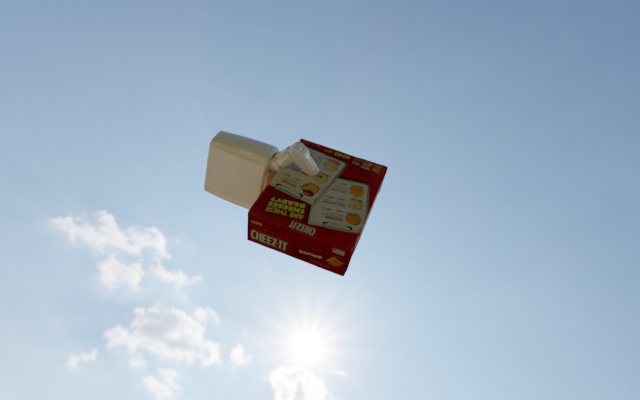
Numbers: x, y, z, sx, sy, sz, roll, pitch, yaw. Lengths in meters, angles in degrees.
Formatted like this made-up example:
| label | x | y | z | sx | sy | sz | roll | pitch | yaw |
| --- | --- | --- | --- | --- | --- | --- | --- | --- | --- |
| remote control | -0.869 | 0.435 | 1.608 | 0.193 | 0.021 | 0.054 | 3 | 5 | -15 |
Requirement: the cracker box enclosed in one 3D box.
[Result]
| label | x | y | z | sx | sy | sz | roll | pitch | yaw |
| --- | --- | --- | --- | --- | --- | --- | --- | --- | --- |
| cracker box | 0.000 | 0.002 | 0.774 | 0.164 | 0.072 | 0.213 | 20 | 44 | 9 |
